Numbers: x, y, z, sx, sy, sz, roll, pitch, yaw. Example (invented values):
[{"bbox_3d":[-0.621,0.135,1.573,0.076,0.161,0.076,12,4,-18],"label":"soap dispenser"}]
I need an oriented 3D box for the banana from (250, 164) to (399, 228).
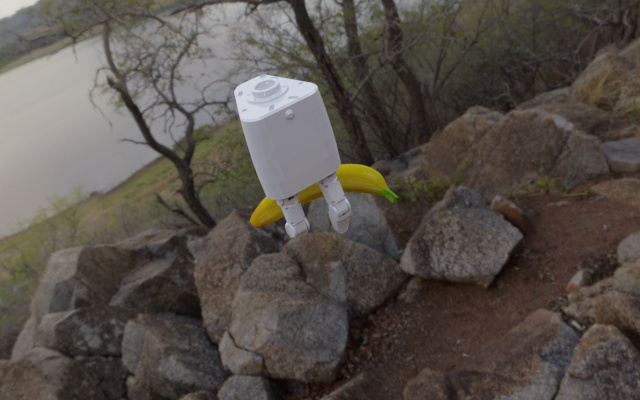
[{"bbox_3d":[0.001,-0.012,0.638,0.198,0.069,0.037,-11,-42,-1],"label":"banana"}]
